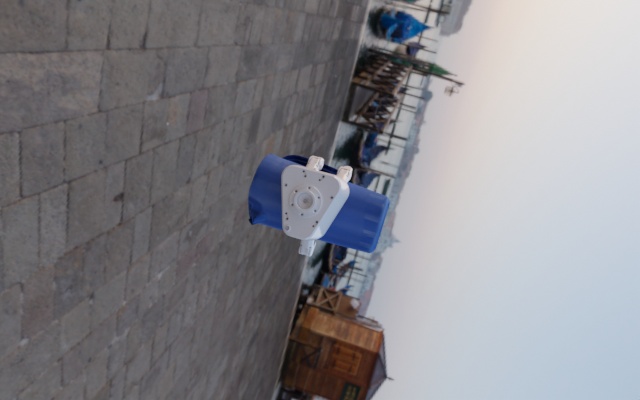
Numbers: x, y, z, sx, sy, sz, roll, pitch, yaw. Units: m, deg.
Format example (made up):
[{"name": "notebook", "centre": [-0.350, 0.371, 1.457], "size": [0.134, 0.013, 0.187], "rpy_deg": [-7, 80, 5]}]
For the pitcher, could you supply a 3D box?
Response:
[{"name": "pitcher", "centre": [0.000, 0.003, 0.878], "size": [0.243, 0.149, 0.145], "rpy_deg": [17, 1, 8]}]
